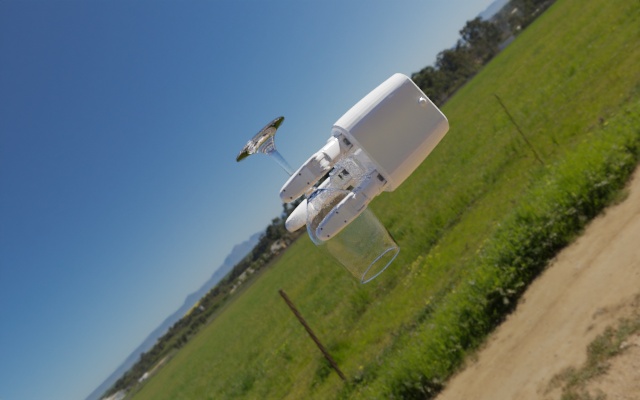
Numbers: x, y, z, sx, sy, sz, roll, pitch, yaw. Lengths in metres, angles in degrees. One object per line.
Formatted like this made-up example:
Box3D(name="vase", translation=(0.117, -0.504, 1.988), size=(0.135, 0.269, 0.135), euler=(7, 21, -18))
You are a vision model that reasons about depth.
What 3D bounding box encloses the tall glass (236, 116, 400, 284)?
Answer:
Box3D(name="tall glass", translation=(-0.001, 0.001, 0.544), size=(0.079, 0.201, 0.079), euler=(-43, 1, 1))
